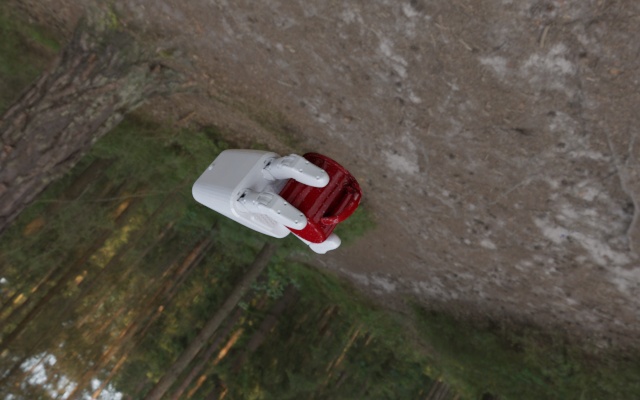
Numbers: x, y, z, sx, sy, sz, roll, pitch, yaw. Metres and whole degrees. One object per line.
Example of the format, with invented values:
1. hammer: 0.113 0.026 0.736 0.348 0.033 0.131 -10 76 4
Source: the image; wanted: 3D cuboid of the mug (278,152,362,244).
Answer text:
1. mug: 0.001 0.002 0.592 0.117 0.081 0.093 12 -31 46
